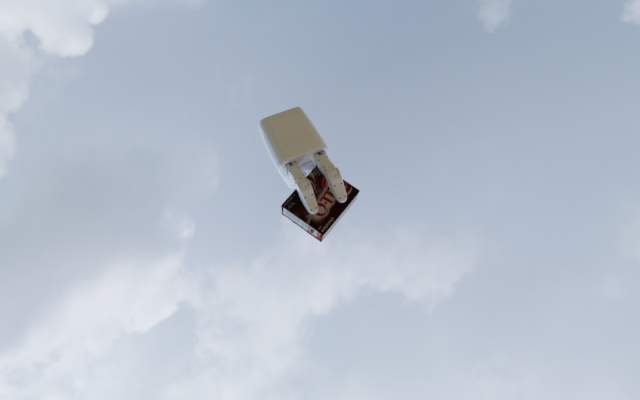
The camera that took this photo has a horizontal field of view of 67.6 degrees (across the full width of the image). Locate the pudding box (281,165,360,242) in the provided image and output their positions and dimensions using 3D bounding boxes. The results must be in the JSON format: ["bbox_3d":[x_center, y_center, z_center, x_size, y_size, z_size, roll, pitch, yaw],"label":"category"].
[{"bbox_3d":[0.000,0.003,0.827,0.090,0.113,0.039,34,-24,13],"label":"pudding box"}]
